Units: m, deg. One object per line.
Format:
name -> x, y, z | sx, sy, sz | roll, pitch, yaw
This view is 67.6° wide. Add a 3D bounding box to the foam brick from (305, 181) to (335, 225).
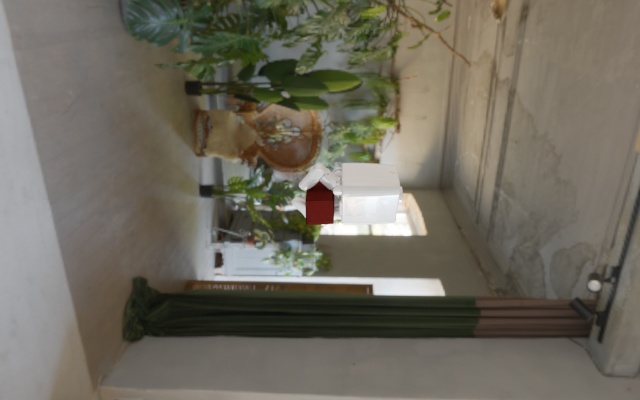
foam brick -> 0.000, 0.003, 0.885 | 0.051, 0.053, 0.078 | 1, 31, 3
